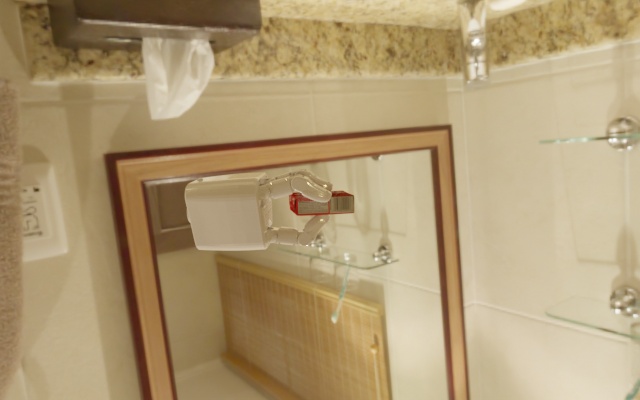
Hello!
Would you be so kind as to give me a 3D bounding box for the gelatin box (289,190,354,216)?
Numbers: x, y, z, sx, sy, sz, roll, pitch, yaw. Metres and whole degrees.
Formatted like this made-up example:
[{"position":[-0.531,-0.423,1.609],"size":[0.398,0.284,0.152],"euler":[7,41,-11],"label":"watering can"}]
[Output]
[{"position":[0.000,0.003,0.720],"size":[0.089,0.030,0.073],"euler":[-2,7,-10],"label":"gelatin box"}]
